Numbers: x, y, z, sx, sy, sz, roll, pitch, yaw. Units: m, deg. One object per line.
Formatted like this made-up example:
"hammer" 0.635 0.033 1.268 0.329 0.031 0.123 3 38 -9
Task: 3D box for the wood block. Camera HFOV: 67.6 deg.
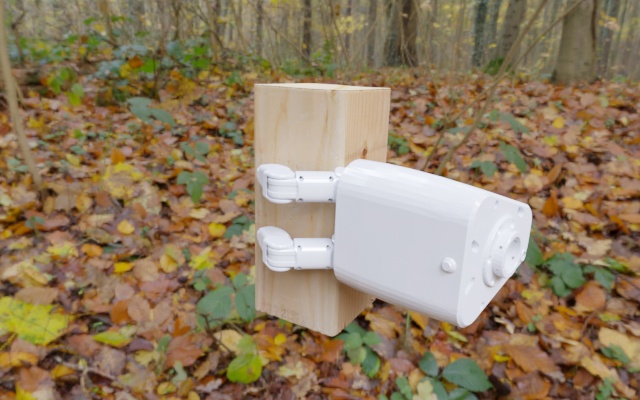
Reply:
"wood block" 0.001 0.001 0.436 0.090 0.206 0.091 11 18 29
